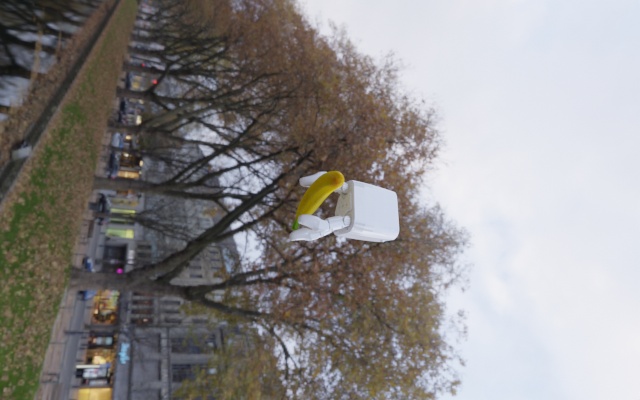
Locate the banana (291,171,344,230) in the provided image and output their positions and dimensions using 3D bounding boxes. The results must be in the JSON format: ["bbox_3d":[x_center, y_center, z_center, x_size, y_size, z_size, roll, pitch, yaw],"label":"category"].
[{"bbox_3d":[0.000,-0.011,0.900,0.037,0.069,0.198,17,-36,-18],"label":"banana"}]
